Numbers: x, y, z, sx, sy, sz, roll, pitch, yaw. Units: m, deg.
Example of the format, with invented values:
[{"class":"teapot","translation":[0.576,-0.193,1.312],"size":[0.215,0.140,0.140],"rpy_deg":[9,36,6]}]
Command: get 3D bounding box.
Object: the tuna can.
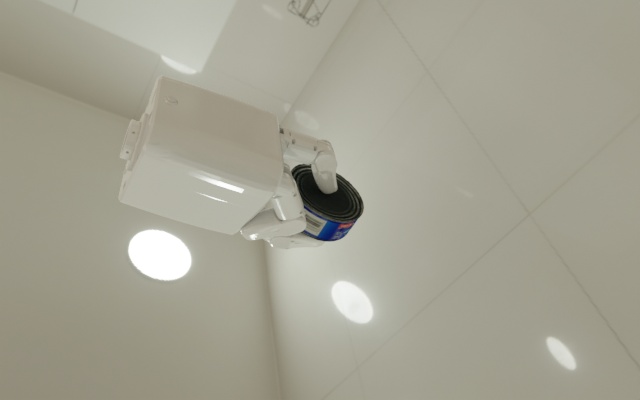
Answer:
[{"class":"tuna can","translation":[0.000,0.002,0.499],"size":[0.086,0.034,0.086],"rpy_deg":[22,34,-16]}]
